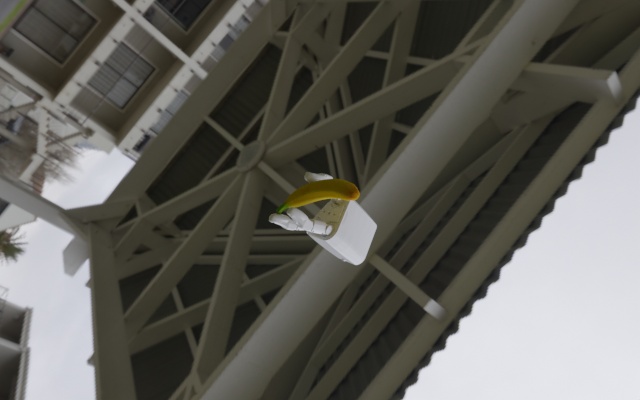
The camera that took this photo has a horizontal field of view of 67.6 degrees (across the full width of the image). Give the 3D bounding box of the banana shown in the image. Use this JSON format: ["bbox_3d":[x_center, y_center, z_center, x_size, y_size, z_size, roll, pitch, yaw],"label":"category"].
[{"bbox_3d":[0.004,-0.011,0.897,0.198,0.069,0.037,-14,-48,41],"label":"banana"}]
